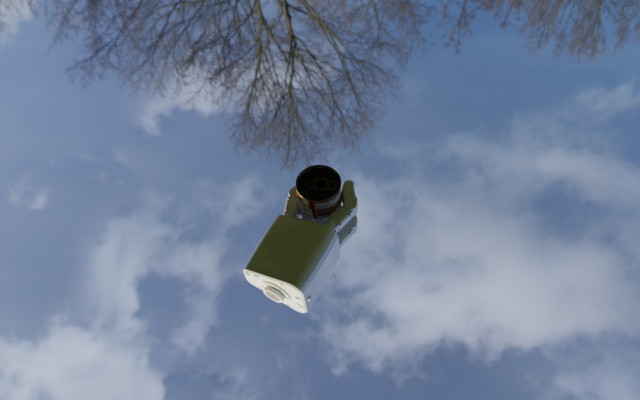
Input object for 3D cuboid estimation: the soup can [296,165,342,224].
[{"bbox_3d":[0.000,0.002,0.745,0.068,0.068,0.102,0,-35,4],"label":"soup can"}]
